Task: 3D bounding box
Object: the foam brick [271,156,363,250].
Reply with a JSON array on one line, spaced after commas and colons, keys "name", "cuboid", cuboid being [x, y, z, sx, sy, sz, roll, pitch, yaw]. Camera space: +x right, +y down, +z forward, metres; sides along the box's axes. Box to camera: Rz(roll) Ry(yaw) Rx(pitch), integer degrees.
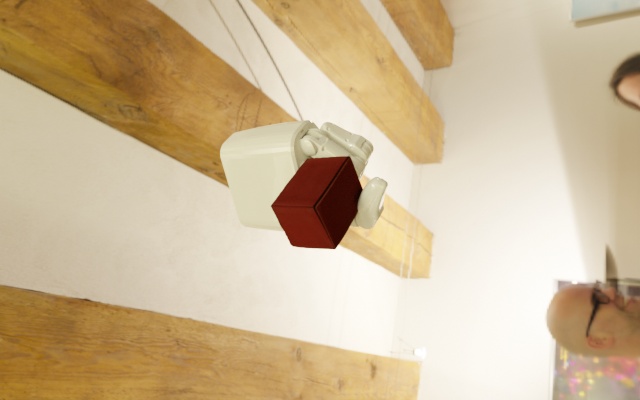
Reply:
[{"name": "foam brick", "cuboid": [0.000, 0.002, 0.451, 0.051, 0.053, 0.078, 0, 39, 33]}]
